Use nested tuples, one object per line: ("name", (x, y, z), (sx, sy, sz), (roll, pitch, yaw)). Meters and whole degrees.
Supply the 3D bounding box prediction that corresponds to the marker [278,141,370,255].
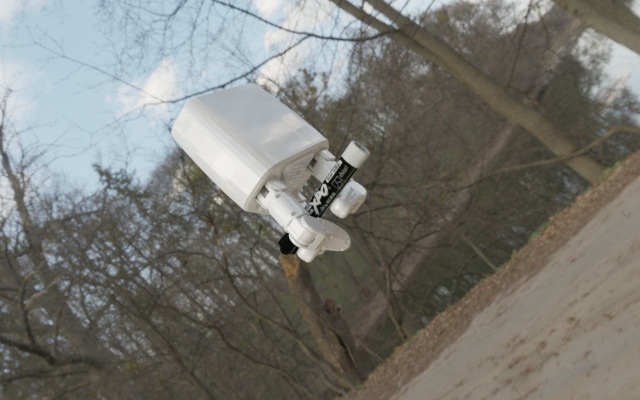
("marker", (0.000, 0.001, 0.415), (0.020, 0.121, 0.020), (31, 21, -14))
